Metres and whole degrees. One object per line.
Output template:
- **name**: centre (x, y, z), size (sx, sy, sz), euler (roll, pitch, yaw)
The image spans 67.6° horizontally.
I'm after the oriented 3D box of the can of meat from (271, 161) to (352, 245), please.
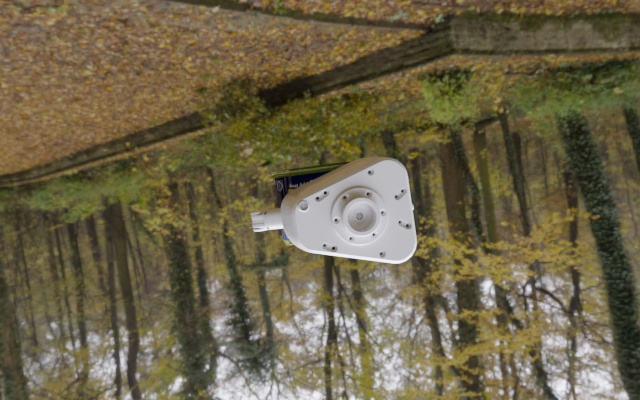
- **can of meat**: centre (0.000, 0.002, 0.551), size (0.102, 0.084, 0.057), euler (-8, 2, -9)
